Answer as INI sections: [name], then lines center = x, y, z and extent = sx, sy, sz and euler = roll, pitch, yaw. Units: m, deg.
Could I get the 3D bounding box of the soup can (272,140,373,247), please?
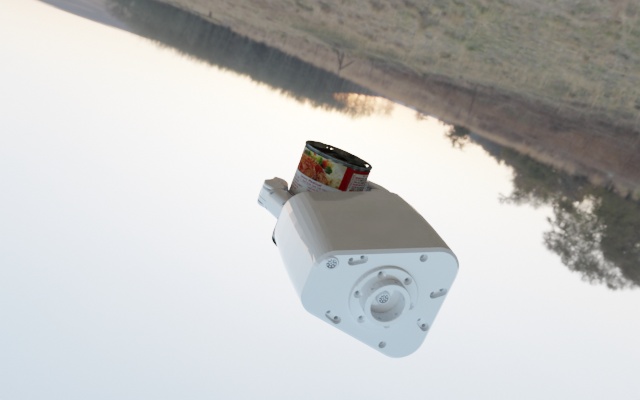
[soup can]
center = 0.000, 0.002, 0.462
extent = 0.068, 0.102, 0.068
euler = 20, 15, -6
